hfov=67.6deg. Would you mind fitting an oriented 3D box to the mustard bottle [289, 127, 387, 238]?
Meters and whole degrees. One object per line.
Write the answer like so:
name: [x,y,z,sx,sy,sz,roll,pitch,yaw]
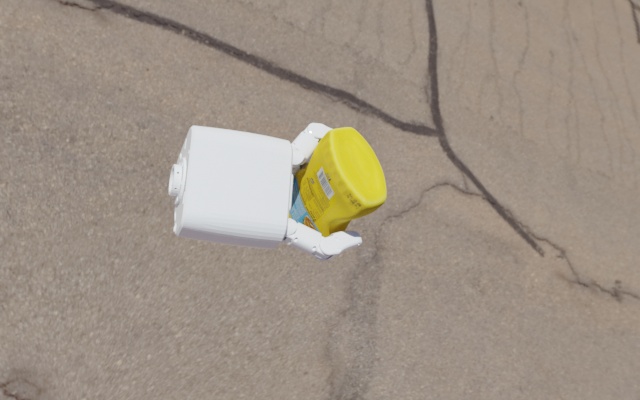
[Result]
mustard bottle: [0.001,0.002,0.571,0.058,0.096,0.192,-16,-17,-33]
